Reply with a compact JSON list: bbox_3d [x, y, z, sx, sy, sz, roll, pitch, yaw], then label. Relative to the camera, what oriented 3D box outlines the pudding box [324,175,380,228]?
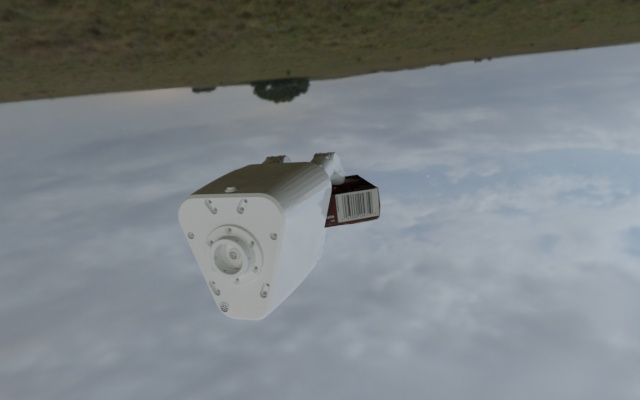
[{"bbox_3d":[0.000,0.002,0.528,0.113,0.039,0.090,-7,14,-8],"label":"pudding box"}]
